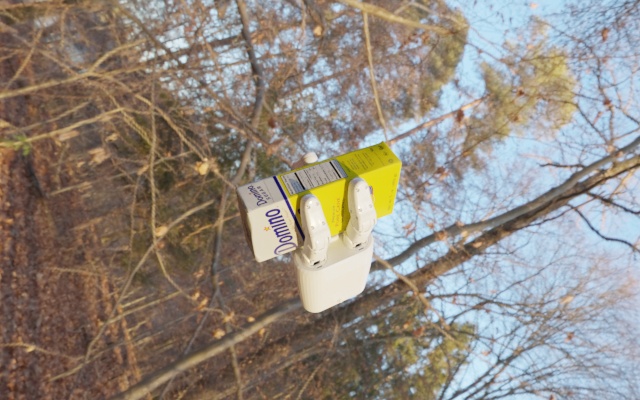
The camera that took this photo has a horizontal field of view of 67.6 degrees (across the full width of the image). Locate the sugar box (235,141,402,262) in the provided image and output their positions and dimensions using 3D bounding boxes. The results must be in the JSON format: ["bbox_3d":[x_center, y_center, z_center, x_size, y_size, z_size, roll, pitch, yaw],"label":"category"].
[{"bbox_3d":[0.000,0.002,0.532,0.176,0.048,0.093,-21,-38,-16],"label":"sugar box"}]
